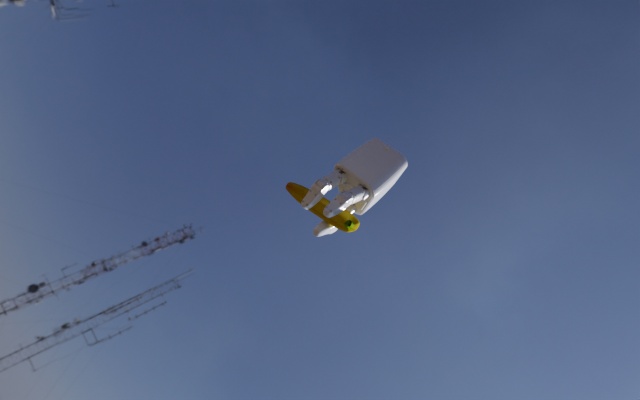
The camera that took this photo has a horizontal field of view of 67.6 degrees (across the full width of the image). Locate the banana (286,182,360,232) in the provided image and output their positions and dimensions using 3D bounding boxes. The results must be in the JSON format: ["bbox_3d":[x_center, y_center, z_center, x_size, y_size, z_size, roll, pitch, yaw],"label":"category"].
[{"bbox_3d":[0.011,0.015,0.882,0.197,0.037,0.070,29,-16,46],"label":"banana"}]
